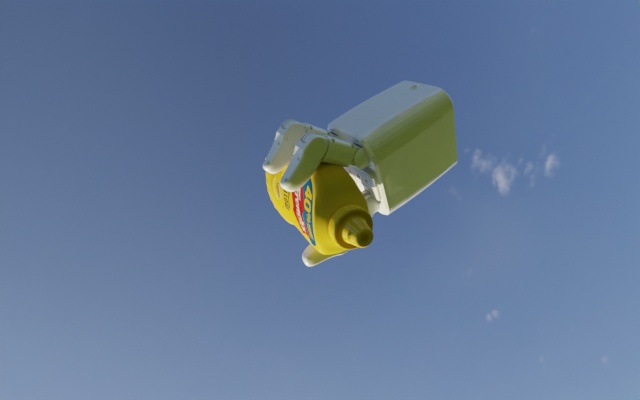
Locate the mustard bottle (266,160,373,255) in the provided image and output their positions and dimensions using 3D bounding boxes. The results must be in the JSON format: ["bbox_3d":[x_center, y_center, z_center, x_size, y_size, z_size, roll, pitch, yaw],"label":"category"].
[{"bbox_3d":[0.000,0.002,0.494,0.058,0.096,0.191,-11,24,-22],"label":"mustard bottle"}]
